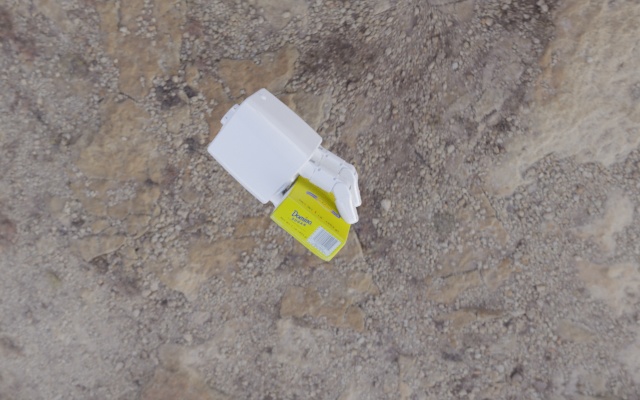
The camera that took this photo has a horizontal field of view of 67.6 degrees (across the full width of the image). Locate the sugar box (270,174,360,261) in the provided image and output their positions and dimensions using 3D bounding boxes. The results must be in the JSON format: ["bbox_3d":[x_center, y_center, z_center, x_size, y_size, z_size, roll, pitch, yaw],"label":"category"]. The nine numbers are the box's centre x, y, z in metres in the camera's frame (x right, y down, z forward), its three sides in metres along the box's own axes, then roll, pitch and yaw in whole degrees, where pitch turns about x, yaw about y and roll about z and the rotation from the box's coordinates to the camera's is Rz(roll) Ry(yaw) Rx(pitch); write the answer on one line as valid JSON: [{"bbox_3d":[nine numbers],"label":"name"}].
[{"bbox_3d":[0.000,0.002,0.653,0.093,0.048,0.176,40,26,-8],"label":"sugar box"}]
